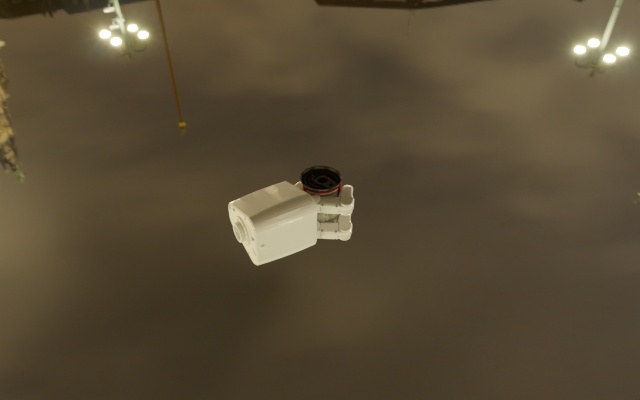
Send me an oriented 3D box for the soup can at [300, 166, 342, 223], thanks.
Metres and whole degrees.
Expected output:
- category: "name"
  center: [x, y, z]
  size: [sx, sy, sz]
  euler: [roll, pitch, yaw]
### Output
- category: "soup can"
  center: [0.000, 0.003, 0.798]
  size: [0.068, 0.102, 0.068]
  euler: [1, 38, 0]
